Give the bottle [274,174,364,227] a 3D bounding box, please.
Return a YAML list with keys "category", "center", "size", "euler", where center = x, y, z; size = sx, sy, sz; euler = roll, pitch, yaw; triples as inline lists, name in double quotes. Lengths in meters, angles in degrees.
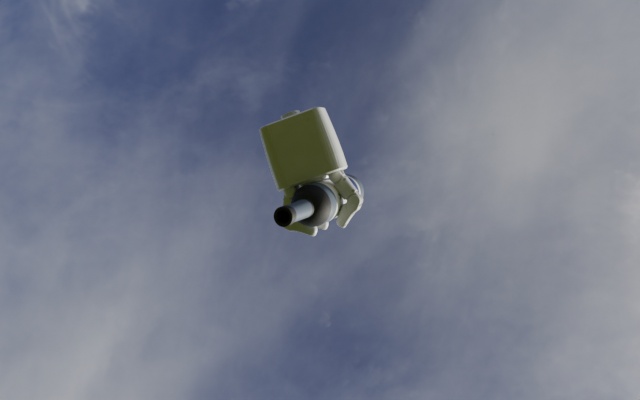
- category: "bottle"
  center: [0.000, 0.003, 0.762]
  size: [0.069, 0.069, 0.295]
  euler: [0, 7, 20]
